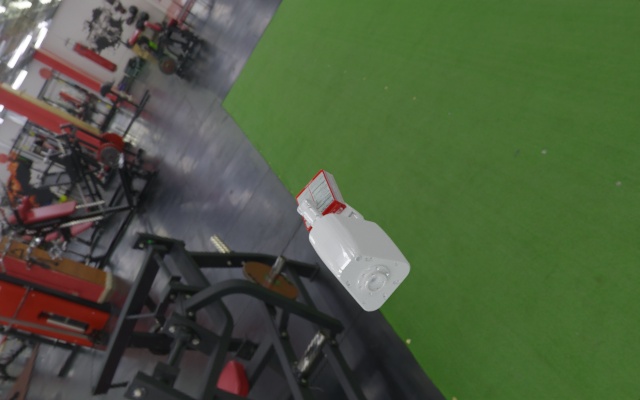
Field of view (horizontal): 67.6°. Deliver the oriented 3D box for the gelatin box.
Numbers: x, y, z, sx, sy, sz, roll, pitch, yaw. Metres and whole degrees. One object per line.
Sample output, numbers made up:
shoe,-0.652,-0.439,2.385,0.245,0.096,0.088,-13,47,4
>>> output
gelatin box,0.000,0.002,0.802,0.030,0.073,0.089,26,27,-36
